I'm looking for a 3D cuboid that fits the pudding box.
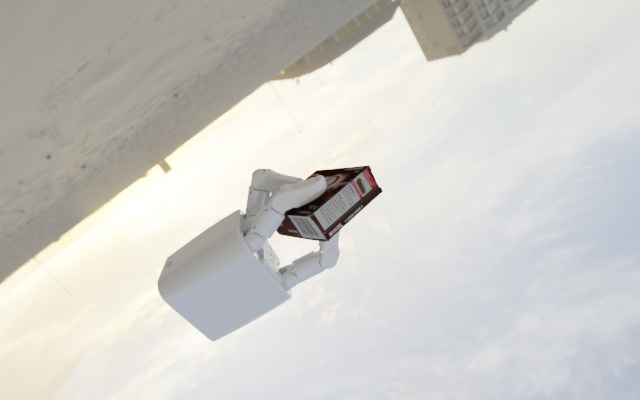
[{"bbox_3d":[0.000,0.002,0.530,0.090,0.039,0.113,-41,22,-24],"label":"pudding box"}]
